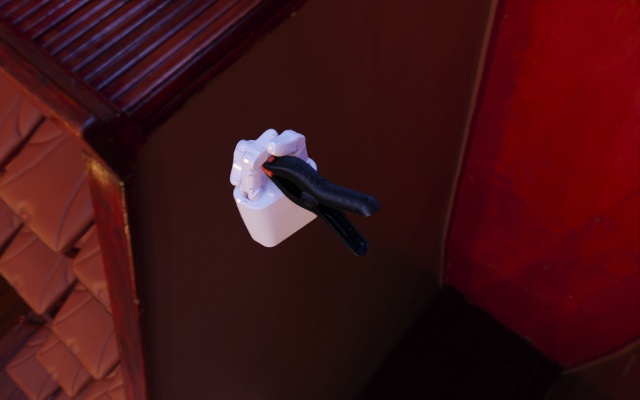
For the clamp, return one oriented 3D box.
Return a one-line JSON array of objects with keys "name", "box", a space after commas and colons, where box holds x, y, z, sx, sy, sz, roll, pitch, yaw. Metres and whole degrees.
[{"name": "clamp", "box": [0.000, 0.002, 0.592, 0.171, 0.120, 0.039, 33, 57, 27]}]
